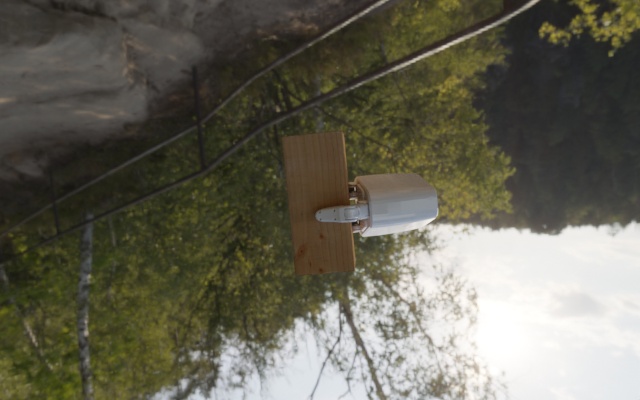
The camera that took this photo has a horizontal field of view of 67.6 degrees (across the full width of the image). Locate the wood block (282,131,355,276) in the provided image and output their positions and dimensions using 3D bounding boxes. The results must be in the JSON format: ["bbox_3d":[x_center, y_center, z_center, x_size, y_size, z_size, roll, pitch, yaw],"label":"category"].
[{"bbox_3d":[0.001,0.003,0.736,0.090,0.206,0.091,-5,3,5],"label":"wood block"}]
